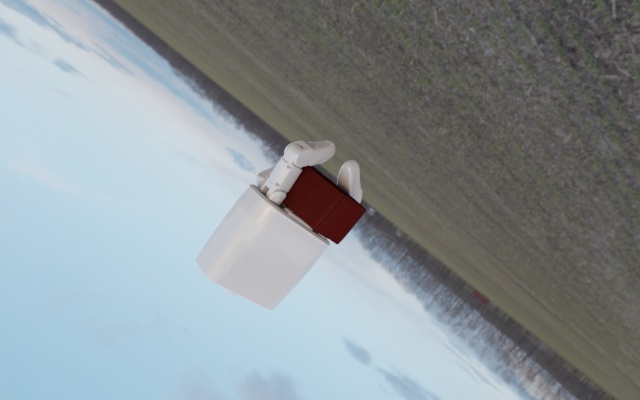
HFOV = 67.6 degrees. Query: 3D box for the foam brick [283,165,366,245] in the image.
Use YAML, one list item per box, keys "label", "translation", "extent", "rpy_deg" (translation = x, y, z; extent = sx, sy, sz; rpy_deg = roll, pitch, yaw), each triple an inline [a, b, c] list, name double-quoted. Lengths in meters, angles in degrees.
- label: "foam brick"
  translation: [0.000, 0.002, 0.521]
  extent: [0.078, 0.051, 0.053]
  rpy_deg: [40, 2, 38]
